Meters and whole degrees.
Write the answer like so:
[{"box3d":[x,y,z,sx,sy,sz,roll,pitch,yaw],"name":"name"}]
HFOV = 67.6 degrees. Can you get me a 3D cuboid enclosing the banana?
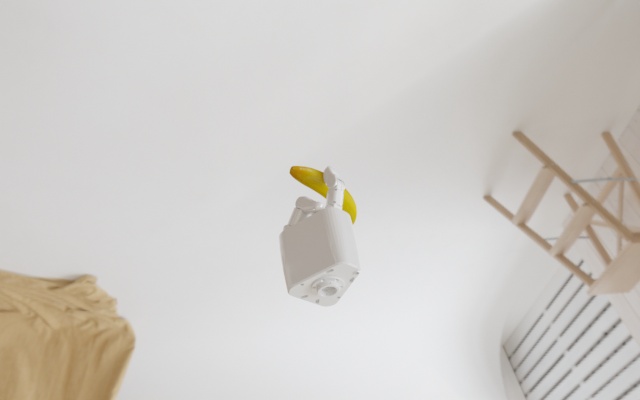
[{"box3d":[0.018,-0.003,0.839,0.069,0.037,0.198,-23,-44,12],"name":"banana"}]
